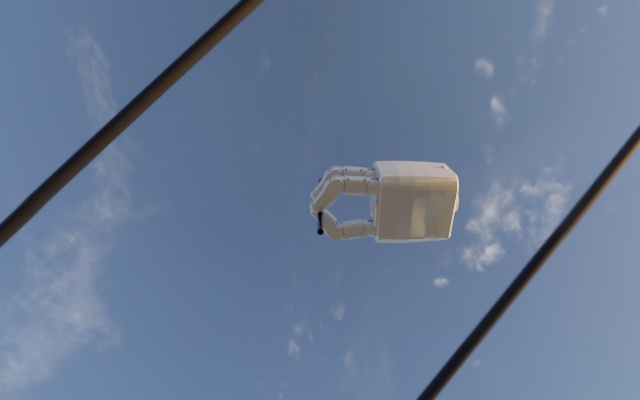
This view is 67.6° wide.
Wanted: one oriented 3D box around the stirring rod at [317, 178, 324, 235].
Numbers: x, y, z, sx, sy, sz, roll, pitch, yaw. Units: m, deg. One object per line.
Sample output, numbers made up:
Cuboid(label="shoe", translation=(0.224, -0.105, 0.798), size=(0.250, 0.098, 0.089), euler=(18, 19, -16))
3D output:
Cuboid(label="stirring rod", translation=(0.000, 0.002, 0.701), size=(0.011, 0.011, 0.239), euler=(0, 18, 0))
